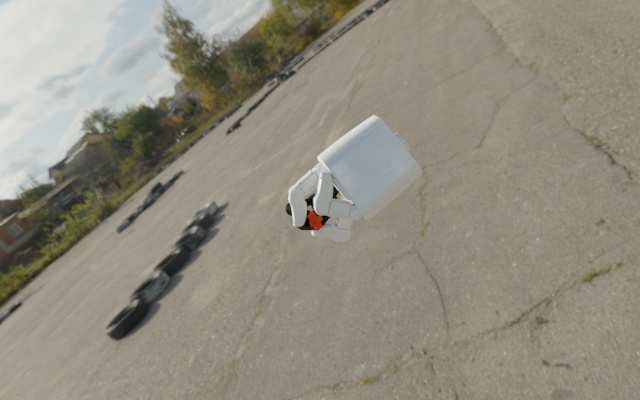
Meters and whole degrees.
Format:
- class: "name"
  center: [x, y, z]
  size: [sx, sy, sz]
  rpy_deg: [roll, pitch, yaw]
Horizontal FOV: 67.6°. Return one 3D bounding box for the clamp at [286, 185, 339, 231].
- class: "clamp"
  center: [0.000, 0.002, 0.779]
  size: [0.120, 0.039, 0.171]
  rpy_deg: [-39, 16, 1]
